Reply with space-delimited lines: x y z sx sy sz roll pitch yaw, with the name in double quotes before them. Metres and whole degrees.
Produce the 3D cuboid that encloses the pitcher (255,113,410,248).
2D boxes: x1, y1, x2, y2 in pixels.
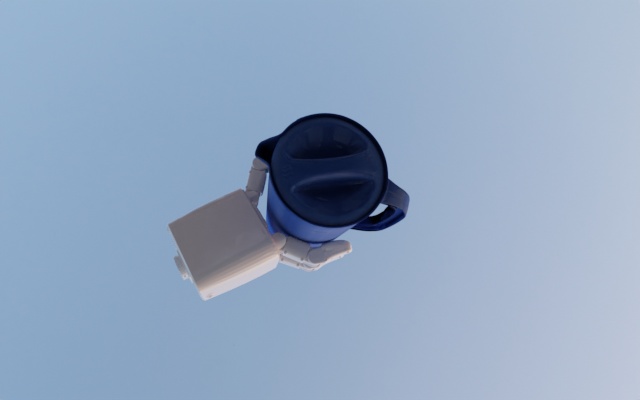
"pitcher" 0.000 0.002 0.625 0.145 0.149 0.243 -26 -10 -16
